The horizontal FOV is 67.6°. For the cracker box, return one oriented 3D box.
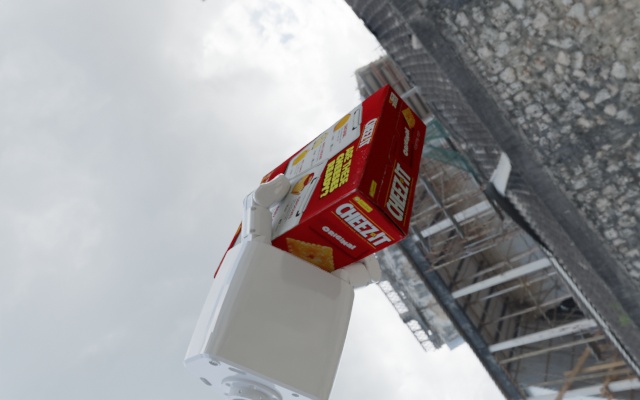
[{"bbox_3d":[0.000,0.002,0.490,0.072,0.164,0.214,41,-48,-20],"label":"cracker box"}]
